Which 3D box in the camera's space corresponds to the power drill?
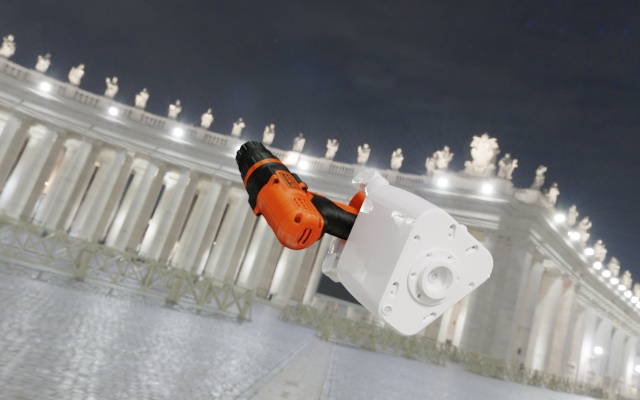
[{"bbox_3d":[0.001,0.002,0.556,0.188,0.057,0.184,14,26,-35],"label":"power drill"}]
